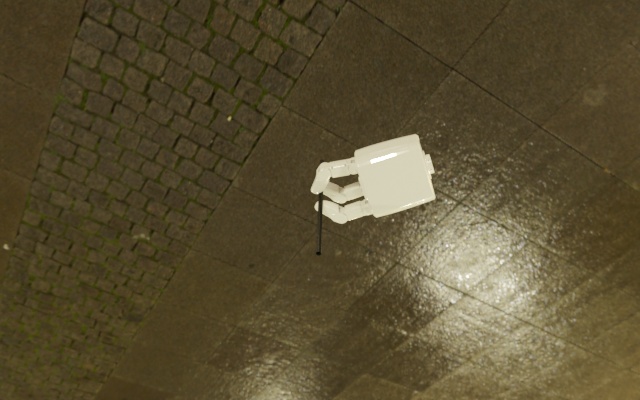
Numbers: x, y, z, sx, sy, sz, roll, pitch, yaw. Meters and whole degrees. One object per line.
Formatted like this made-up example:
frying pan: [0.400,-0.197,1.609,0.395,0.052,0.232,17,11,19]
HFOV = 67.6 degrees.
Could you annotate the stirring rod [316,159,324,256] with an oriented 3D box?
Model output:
stirring rod: [0.000,0.003,0.802,0.011,0.011,0.239,0,40,2]
